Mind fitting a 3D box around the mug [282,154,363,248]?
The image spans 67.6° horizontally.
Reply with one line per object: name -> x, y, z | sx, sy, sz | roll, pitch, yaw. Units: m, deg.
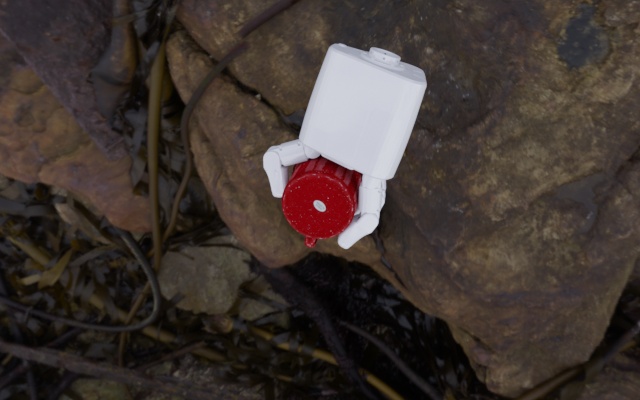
mug -> 0.000, 0.003, 0.553 | 0.093, 0.117, 0.081 | 19, 26, 2
